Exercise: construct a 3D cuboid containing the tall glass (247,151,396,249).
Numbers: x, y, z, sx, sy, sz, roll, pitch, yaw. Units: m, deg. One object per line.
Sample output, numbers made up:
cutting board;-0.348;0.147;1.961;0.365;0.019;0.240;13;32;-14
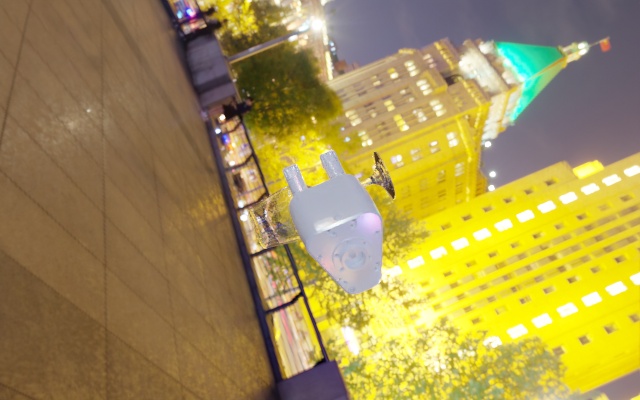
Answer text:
tall glass;0.001;0.002;0.680;0.201;0.079;0.079;-23;1;-2
